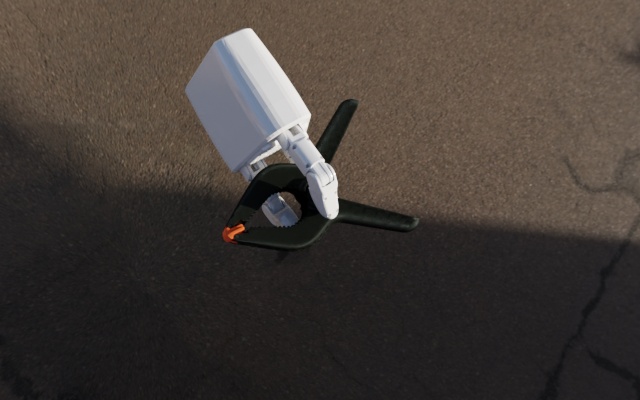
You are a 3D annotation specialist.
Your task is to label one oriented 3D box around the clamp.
[{"bbox_3d":[0.000,0.002,0.506,0.210,0.164,0.036,-33,-2,-22],"label":"clamp"}]
